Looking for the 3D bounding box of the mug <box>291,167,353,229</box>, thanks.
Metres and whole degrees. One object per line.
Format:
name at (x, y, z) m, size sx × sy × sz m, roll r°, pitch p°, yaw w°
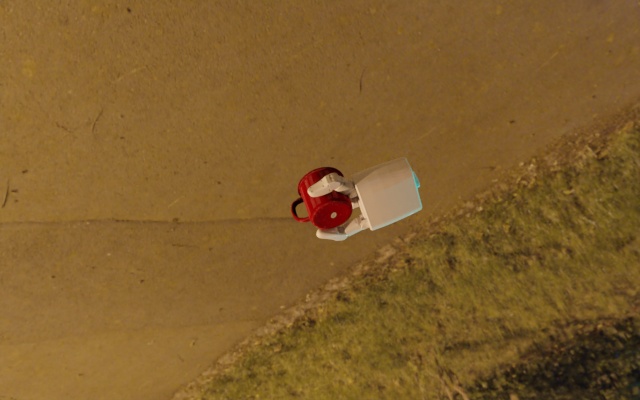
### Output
mug at (-0.001, 0.004, 0.890) m, size 0.117 × 0.081 × 0.093 m, roll -22°, pitch -39°, yaw 3°
